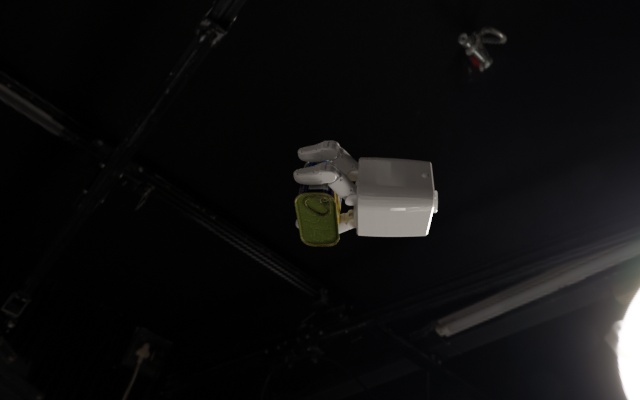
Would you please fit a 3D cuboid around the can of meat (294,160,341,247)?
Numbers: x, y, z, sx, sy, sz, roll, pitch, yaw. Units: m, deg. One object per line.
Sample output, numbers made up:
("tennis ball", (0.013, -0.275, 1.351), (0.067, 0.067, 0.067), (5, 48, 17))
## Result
("can of meat", (0.000, 0.002, 0.700), (0.057, 0.102, 0.084), (0, 41, 9))
